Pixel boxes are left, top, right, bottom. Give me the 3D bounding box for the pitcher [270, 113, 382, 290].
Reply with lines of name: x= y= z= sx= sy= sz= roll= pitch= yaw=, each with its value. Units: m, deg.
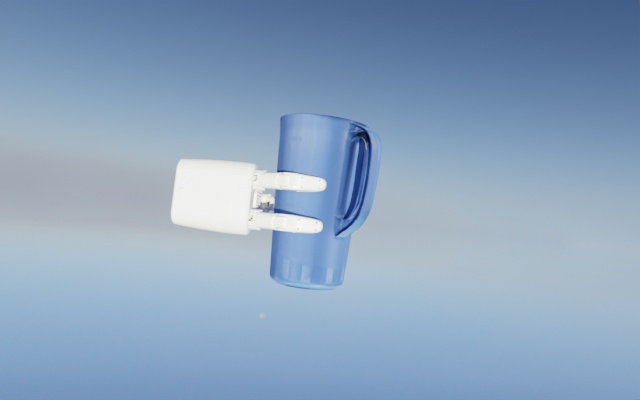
pitcher: x=0.000 y=0.002 z=0.688 sx=0.145 sy=0.243 sz=0.149 roll=7 pitch=-2 yaw=0
